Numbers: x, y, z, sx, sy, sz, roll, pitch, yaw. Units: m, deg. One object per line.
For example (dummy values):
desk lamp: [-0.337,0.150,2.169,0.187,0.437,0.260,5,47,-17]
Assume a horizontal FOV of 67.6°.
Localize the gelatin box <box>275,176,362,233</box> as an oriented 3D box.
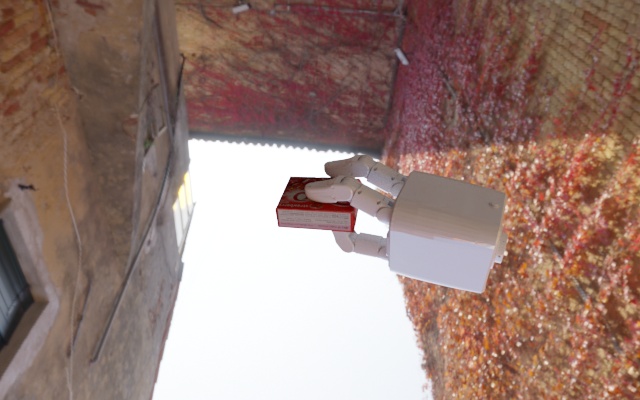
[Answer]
gelatin box: [0.000,0.002,0.548,0.089,0.030,0.073,3,33,10]
